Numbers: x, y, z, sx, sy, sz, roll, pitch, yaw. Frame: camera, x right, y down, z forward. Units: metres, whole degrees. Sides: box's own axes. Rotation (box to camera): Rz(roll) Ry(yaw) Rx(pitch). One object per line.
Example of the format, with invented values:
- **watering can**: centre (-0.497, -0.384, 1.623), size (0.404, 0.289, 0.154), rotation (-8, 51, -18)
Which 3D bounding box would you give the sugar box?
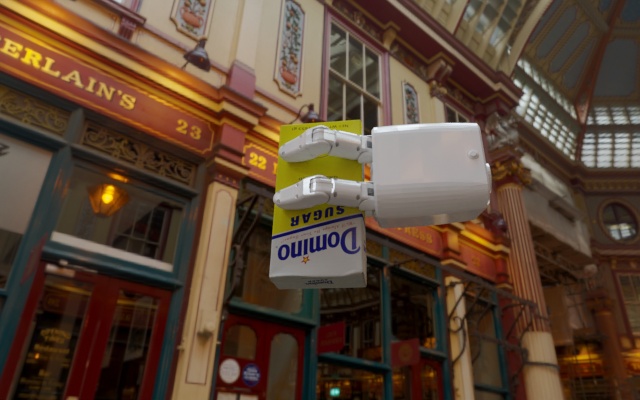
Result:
- **sugar box**: centre (0.000, 0.001, 0.499), size (0.093, 0.176, 0.048), rotation (-4, -29, 9)
